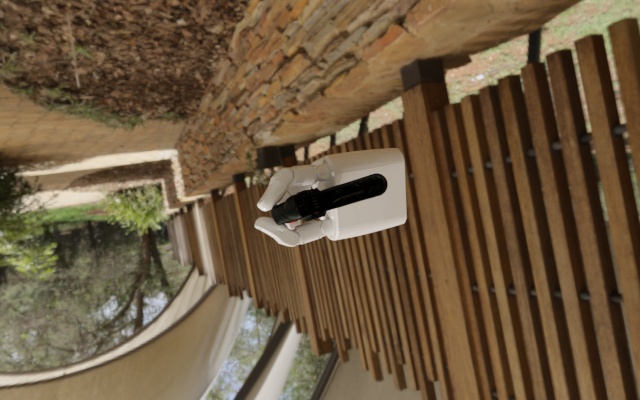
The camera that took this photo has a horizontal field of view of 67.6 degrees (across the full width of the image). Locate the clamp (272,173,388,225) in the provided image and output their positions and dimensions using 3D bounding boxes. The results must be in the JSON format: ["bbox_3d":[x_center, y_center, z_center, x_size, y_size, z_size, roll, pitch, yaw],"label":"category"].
[{"bbox_3d":[0.000,0.002,0.559,0.120,0.039,0.171,-10,-1,-17],"label":"clamp"}]
